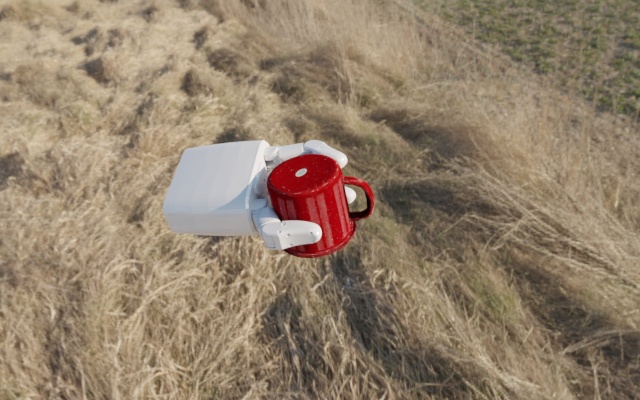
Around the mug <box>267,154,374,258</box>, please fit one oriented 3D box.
[{"bbox_3d":[0.001,0.002,0.523,0.117,0.082,0.093,-4,36,12],"label":"mug"}]
